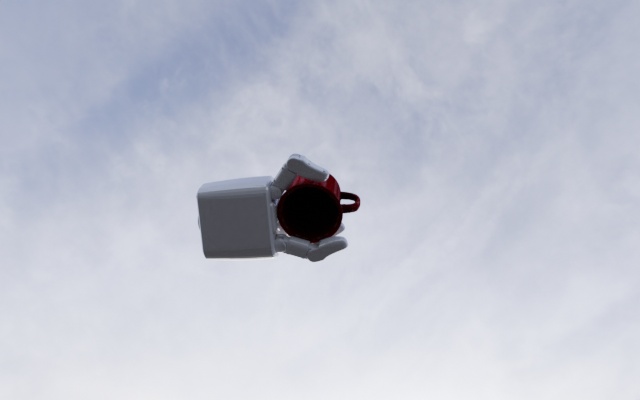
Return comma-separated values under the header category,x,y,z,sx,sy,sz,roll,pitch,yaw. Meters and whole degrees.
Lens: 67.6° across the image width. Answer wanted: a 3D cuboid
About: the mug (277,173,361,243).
category,x,y,z,sx,sy,sz,roll,pitch,yaw
mug,0.002,0.002,0.700,0.117,0.093,0.081,-4,23,7
